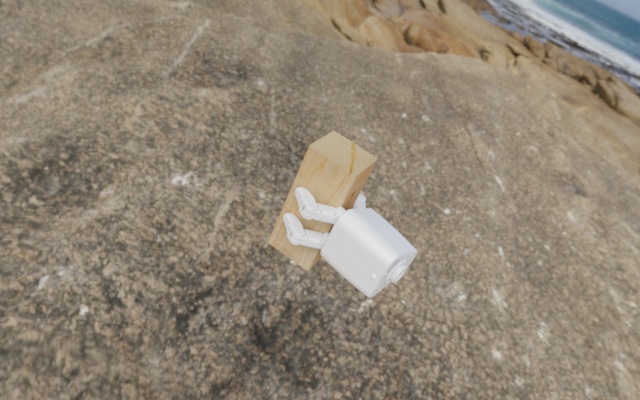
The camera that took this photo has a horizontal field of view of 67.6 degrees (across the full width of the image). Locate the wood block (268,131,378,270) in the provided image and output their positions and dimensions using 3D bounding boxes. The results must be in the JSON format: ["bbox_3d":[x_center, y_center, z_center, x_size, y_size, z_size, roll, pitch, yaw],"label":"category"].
[{"bbox_3d":[0.001,0.003,0.794,0.090,0.206,0.090,34,34,12],"label":"wood block"}]
